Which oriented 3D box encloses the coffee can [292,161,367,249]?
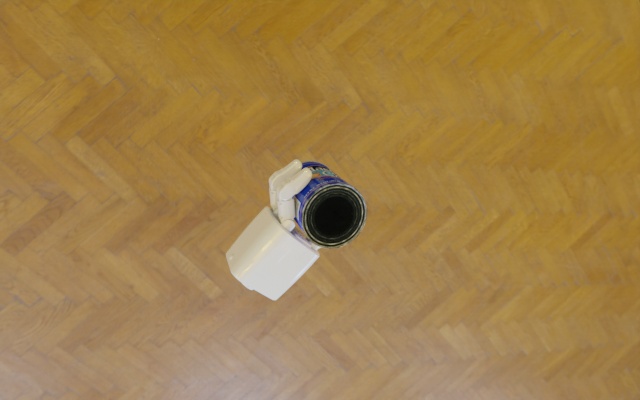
[{"bbox_3d":[0.000,0.002,0.760,0.103,0.103,0.140,0,18,-19],"label":"coffee can"}]
